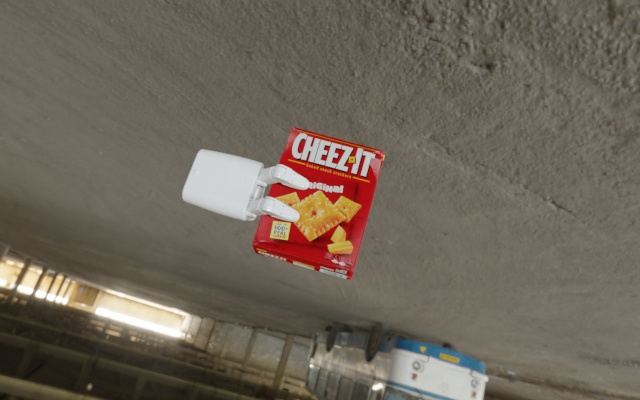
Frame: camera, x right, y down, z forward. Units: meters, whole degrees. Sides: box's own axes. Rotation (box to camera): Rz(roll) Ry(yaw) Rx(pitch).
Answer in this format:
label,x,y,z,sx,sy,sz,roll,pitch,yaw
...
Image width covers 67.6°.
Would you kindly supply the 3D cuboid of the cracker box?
label,x,y,z,sx,sy,sz,roll,pitch,yaw
cracker box,0.000,0.003,0.779,0.164,0.213,0.072,16,-18,3
